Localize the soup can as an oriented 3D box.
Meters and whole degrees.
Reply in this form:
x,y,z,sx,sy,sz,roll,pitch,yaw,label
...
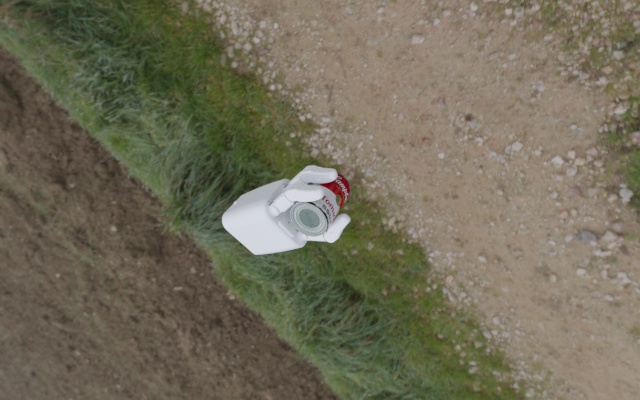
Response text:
x,y,z,sx,sy,sz,roll,pitch,yaw,label
0.000,0.003,0.773,0.068,0.068,0.102,0,32,27,soup can
